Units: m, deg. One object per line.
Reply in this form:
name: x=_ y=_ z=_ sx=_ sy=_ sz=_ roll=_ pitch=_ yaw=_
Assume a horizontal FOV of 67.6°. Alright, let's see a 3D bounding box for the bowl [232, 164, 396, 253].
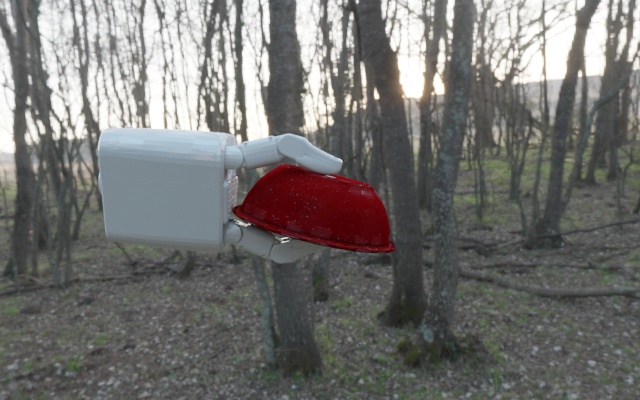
bowl: x=0.001 y=0.001 z=0.462 sx=0.162 sy=0.055 sz=0.162 roll=14 pitch=5 yaw=-1
